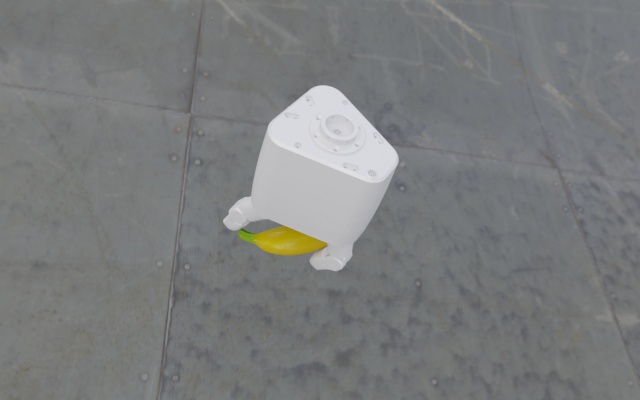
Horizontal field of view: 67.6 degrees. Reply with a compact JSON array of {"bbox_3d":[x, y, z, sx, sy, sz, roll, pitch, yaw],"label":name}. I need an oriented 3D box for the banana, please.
[{"bbox_3d":[0.007,0.017,0.553,0.198,0.069,0.037,-24,-28,-25],"label":"banana"}]
